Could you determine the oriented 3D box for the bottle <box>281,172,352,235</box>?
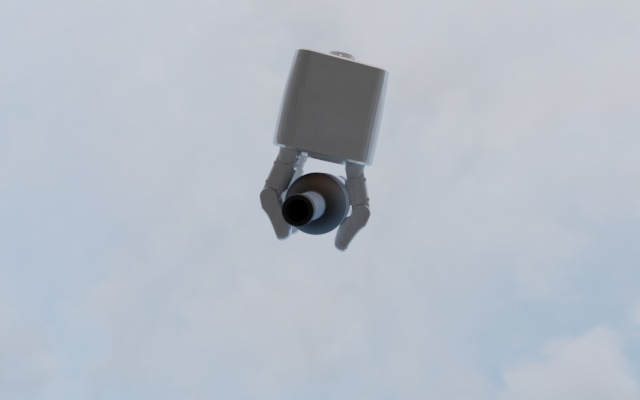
[{"bbox_3d":[0.000,0.002,0.539,0.069,0.069,0.295,0,3,7],"label":"bottle"}]
